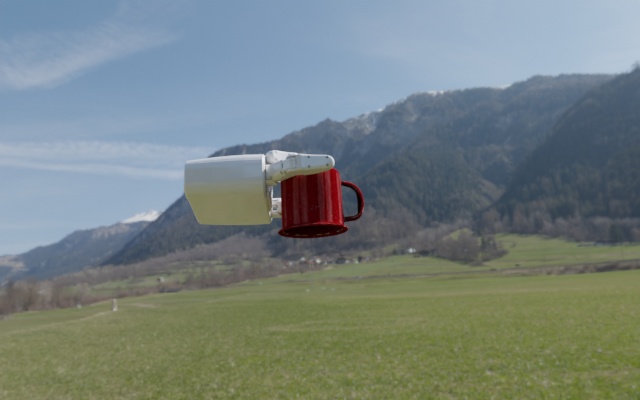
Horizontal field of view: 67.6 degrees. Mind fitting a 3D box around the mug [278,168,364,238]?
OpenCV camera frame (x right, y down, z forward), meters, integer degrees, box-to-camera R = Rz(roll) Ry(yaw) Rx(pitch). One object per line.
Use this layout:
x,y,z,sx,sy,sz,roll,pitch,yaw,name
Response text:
0.002,0.002,0.640,0.117,0.081,0.093,-3,-14,-2,mug
